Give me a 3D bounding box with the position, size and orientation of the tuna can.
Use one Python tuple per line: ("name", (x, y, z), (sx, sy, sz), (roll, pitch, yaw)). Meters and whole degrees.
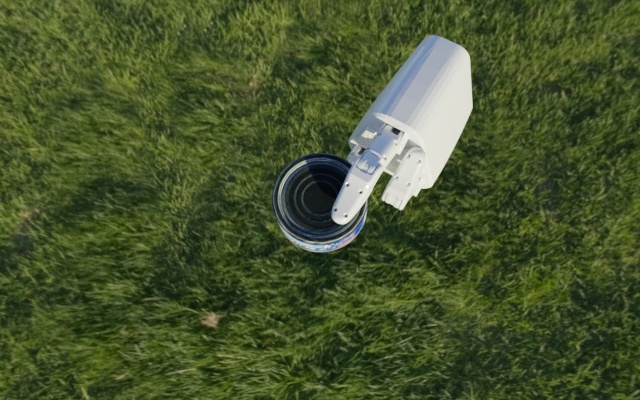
("tuna can", (0.000, 0.001, 0.429), (0.086, 0.086, 0.034), (0, -16, 2))
